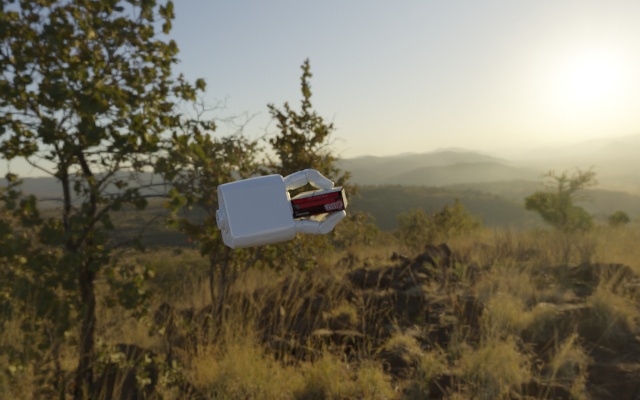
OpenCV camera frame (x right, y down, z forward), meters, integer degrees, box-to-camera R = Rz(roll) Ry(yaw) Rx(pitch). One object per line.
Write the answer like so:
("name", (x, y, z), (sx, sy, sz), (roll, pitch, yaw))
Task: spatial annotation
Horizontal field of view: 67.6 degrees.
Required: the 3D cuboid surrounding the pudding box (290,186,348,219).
("pudding box", (0.000, 0.003, 0.844), (0.090, 0.039, 0.113), (-9, 6, 6))
